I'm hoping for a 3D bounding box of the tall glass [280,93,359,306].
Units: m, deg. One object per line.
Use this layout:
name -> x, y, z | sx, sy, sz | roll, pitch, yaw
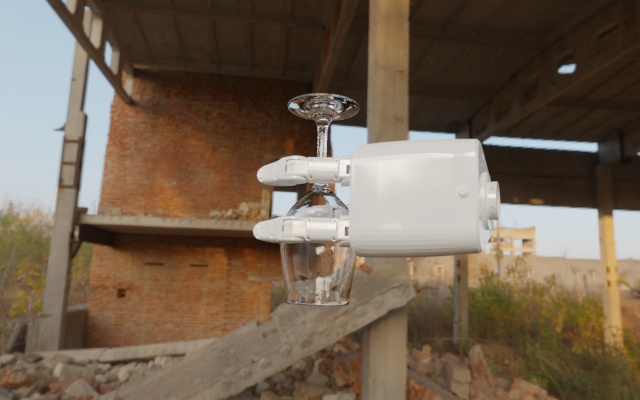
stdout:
tall glass -> 0.000, 0.001, 0.477 | 0.079, 0.201, 0.079 | 2, -9, 0
